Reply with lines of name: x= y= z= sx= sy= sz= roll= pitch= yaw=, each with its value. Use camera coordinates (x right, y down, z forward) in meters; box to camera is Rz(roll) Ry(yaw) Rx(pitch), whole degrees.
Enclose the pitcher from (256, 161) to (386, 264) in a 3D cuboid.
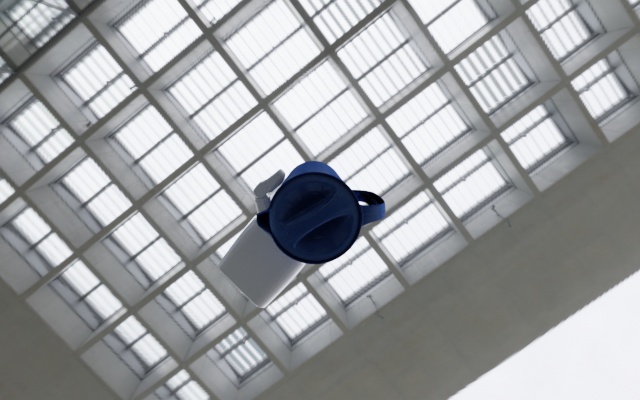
pitcher: x=0.000 y=0.003 z=0.777 sx=0.149 sy=0.145 sz=0.242 roll=39 pitch=9 yaw=-9
